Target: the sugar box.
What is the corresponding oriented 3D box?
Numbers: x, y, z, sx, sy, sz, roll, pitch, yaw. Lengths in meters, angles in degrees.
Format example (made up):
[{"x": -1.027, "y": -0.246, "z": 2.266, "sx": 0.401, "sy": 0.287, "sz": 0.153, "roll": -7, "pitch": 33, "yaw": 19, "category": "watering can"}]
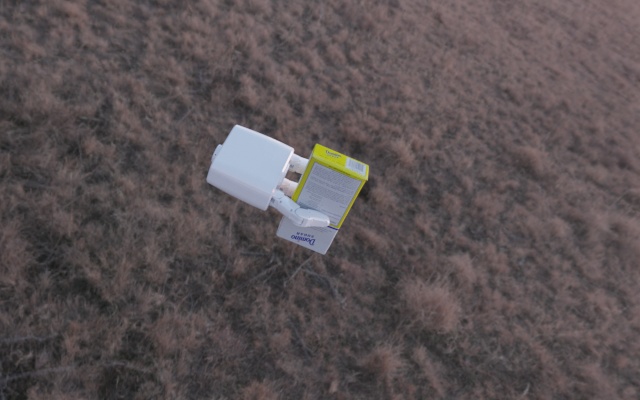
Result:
[{"x": 0.000, "y": 0.002, "z": 0.777, "sx": 0.093, "sy": 0.176, "sz": 0.048, "roll": 23, "pitch": 39, "yaw": -6, "category": "sugar box"}]
